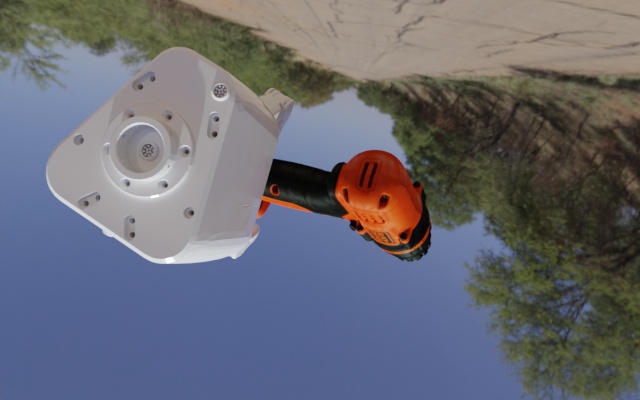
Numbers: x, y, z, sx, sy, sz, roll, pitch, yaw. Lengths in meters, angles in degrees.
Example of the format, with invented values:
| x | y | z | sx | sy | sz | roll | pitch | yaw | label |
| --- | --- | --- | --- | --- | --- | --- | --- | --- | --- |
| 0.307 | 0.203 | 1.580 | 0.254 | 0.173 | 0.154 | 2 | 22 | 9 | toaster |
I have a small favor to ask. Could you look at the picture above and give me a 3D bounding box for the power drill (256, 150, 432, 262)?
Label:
| x | y | z | sx | sy | sz | roll | pitch | yaw | label |
| --- | --- | --- | --- | --- | --- | --- | --- | --- | --- |
| 0.000 | 0.001 | 0.412 | 0.187 | 0.057 | 0.184 | 9 | -18 | 23 | power drill |
